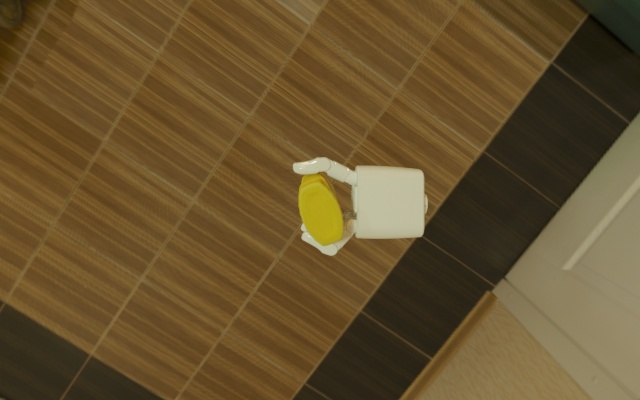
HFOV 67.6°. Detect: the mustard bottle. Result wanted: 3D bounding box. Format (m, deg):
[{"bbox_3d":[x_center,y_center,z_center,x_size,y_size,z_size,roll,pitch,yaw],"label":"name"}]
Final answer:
[{"bbox_3d":[0.000,0.003,0.769,0.058,0.096,0.191,-23,10,4],"label":"mustard bottle"}]
